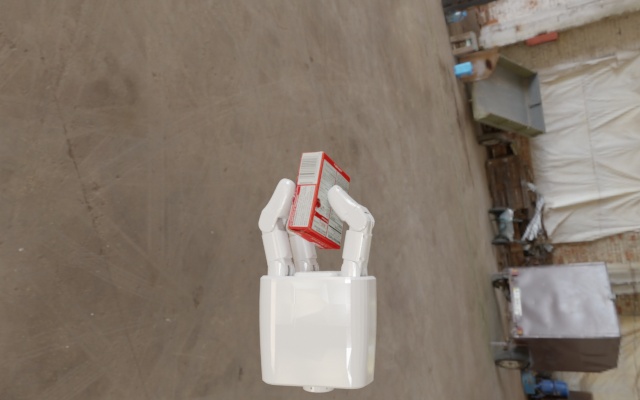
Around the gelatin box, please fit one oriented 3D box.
[{"bbox_3d":[0.001,0.001,0.519,0.030,0.089,0.073,1,-19,29],"label":"gelatin box"}]
